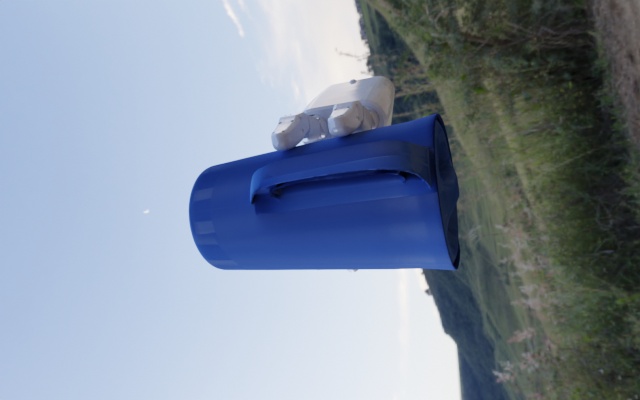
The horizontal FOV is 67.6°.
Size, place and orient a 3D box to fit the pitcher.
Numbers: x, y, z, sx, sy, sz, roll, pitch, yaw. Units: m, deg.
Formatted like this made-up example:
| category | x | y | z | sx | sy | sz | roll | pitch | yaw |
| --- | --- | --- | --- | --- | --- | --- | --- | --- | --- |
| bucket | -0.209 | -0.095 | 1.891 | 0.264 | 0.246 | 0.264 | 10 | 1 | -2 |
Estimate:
| category | x | y | z | sx | sy | sz | roll | pitch | yaw |
| --- | --- | --- | --- | --- | --- | --- | --- | --- | --- |
| pitcher | 0.000 | 0.001 | 0.439 | 0.243 | 0.149 | 0.145 | -7 | 29 | 21 |
